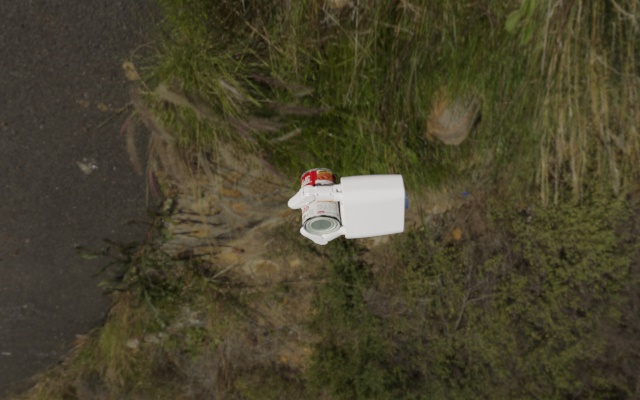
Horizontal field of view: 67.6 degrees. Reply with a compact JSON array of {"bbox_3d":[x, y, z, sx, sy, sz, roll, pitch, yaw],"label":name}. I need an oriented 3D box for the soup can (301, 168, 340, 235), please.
[{"bbox_3d":[0.000,0.003,0.855,0.068,0.102,0.068,-2,-32,-1],"label":"soup can"}]
